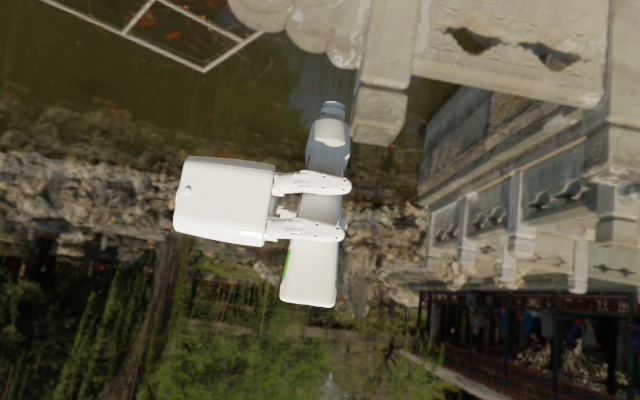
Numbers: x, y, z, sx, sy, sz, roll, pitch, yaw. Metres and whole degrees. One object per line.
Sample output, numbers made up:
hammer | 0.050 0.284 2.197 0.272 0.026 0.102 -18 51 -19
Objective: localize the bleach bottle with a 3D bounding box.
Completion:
bleach bottle | 0.000 0.002 0.596 0.068 0.250 0.102 8 -11 -2
